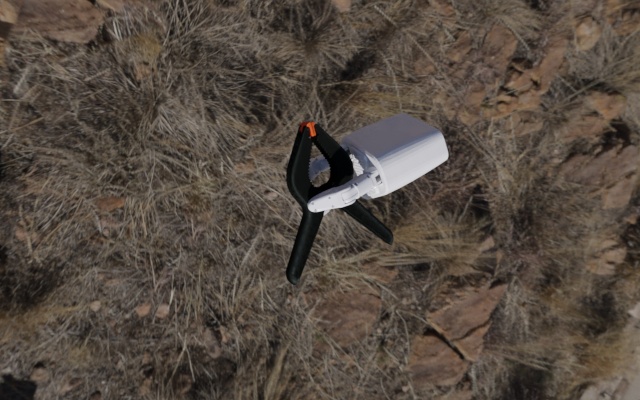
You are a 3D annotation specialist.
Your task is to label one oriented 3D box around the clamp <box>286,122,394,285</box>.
[{"bbox_3d":[0.000,0.002,0.634,0.164,0.210,0.036,-27,19,-18],"label":"clamp"}]
